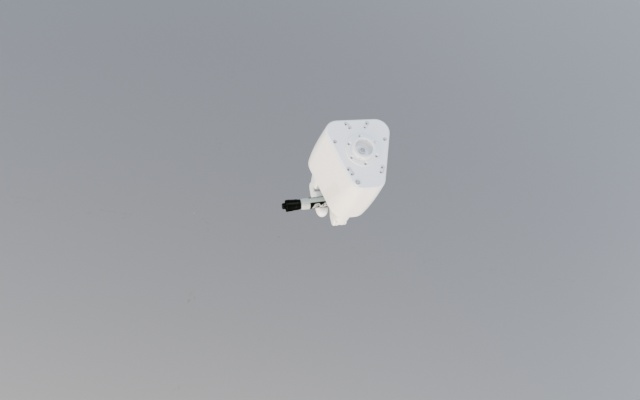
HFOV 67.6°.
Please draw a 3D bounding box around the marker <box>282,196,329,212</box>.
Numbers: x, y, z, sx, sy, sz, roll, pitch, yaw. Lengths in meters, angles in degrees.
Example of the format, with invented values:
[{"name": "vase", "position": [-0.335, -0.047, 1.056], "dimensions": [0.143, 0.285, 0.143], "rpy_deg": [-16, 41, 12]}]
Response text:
[{"name": "marker", "position": [0.000, 0.002, 0.737], "dimensions": [0.121, 0.020, 0.020], "rpy_deg": [-6, 1, -15]}]
